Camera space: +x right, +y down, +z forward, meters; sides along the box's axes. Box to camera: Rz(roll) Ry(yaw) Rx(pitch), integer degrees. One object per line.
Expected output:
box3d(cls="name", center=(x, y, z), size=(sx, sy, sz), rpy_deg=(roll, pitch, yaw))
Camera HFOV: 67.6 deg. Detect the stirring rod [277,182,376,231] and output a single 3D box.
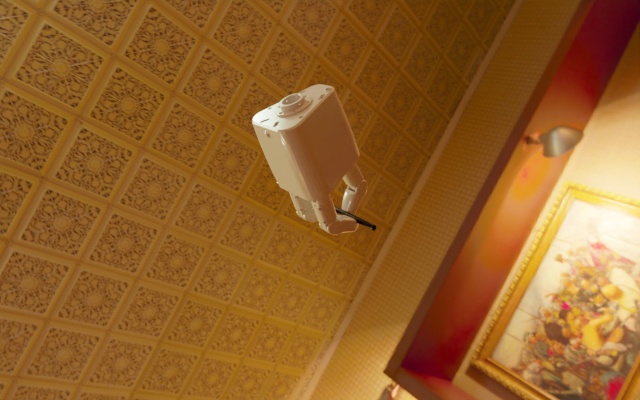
box3d(cls="stirring rod", center=(0.000, 0.002, 0.733), size=(0.011, 0.011, 0.239), rpy_deg=(0, 17, -39))
